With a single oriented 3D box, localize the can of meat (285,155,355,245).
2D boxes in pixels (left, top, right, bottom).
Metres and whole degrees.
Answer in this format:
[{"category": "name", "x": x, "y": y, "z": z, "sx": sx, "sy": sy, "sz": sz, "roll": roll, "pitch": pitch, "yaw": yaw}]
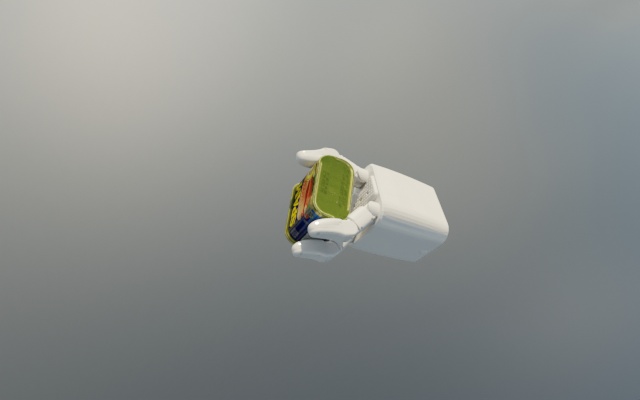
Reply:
[{"category": "can of meat", "x": 0.000, "y": 0.002, "z": 0.623, "sx": 0.057, "sy": 0.102, "sz": 0.084, "roll": 21, "pitch": -37, "yaw": -17}]
